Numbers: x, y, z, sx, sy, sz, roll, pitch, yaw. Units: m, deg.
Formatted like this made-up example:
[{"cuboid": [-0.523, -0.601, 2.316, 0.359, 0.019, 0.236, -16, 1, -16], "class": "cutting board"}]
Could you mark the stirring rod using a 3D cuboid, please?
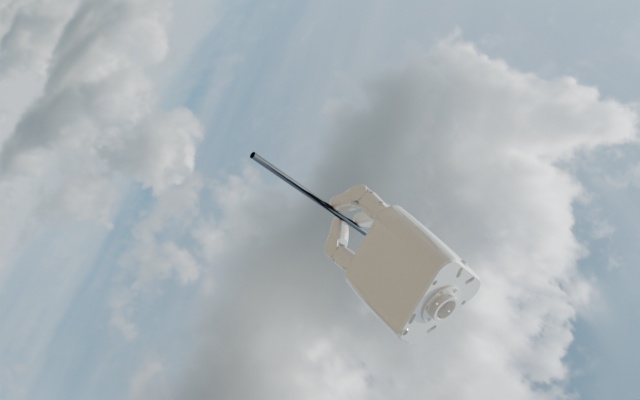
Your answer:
[{"cuboid": [0.000, 0.002, 0.593, 0.011, 0.011, 0.240, 0, -25, 42], "class": "stirring rod"}]
